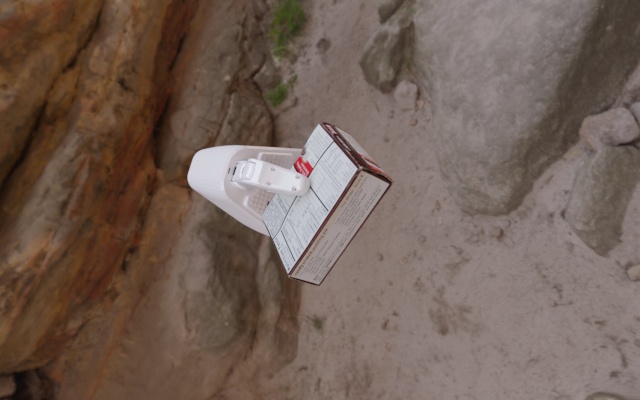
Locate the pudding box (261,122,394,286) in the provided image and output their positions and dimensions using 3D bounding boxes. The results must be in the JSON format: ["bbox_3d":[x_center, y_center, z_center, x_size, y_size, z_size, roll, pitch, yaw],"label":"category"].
[{"bbox_3d":[0.000,0.001,0.408,0.039,0.113,0.090,19,23,-34],"label":"pudding box"}]
